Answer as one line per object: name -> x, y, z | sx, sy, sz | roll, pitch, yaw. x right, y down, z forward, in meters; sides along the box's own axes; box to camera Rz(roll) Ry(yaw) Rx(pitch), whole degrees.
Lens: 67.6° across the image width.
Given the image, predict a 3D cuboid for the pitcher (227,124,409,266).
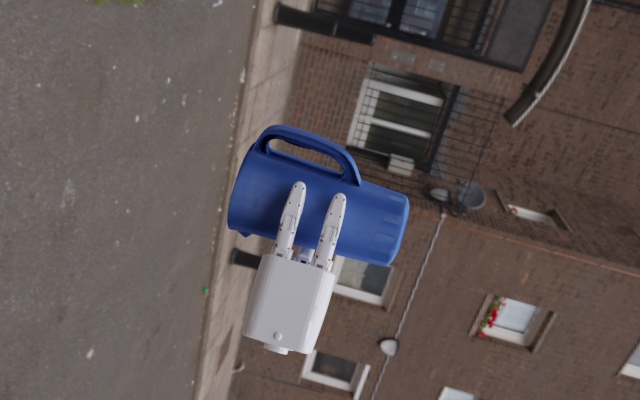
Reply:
pitcher -> 0.000, 0.002, 0.684 | 0.243, 0.145, 0.149 | 16, -17, 1
